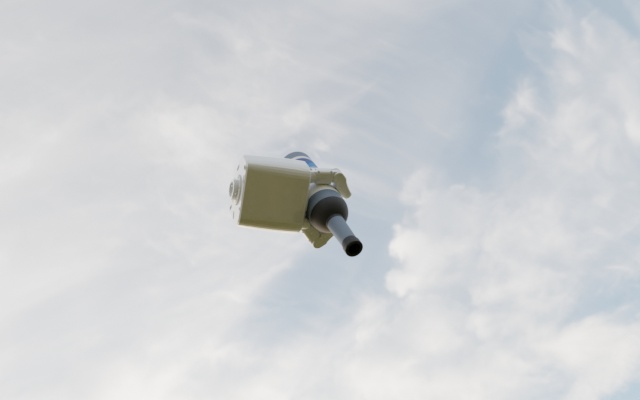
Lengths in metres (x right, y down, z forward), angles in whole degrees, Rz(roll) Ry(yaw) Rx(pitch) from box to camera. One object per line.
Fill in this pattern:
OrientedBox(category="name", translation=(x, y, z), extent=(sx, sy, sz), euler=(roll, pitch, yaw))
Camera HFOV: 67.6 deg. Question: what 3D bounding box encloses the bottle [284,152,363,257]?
OrientedBox(category="bottle", translation=(0.000, 0.002, 0.800), extent=(0.069, 0.069, 0.295), euler=(0, 27, -22))
